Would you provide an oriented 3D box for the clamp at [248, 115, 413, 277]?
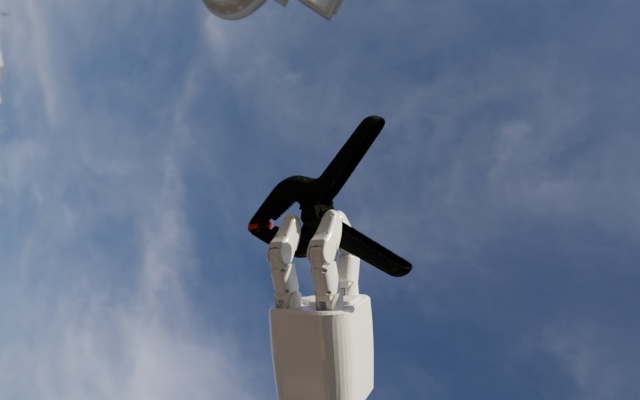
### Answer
[{"bbox_3d":[0.000,0.002,0.533,0.210,0.164,0.036,-6,-5,38],"label":"clamp"}]
